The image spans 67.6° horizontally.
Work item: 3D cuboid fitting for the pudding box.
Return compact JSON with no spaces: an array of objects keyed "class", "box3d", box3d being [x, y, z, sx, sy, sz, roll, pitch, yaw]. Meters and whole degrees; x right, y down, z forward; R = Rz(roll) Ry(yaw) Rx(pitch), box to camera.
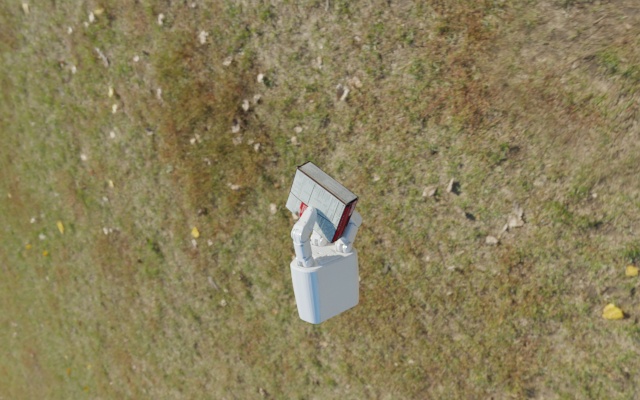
[{"class":"pudding box","box3d":[0.000,0.003,0.789,0.113,0.090,0.039,37,40,21]}]
